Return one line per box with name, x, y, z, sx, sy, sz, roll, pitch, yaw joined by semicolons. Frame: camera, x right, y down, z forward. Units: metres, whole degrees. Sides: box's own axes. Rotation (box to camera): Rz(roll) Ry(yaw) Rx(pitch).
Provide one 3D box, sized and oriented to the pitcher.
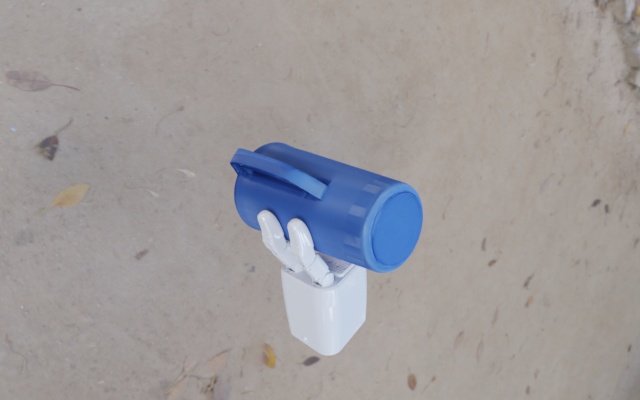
pitcher;0.000;0.002;0.615;0.149;0.145;0.243;-21;27;-39
